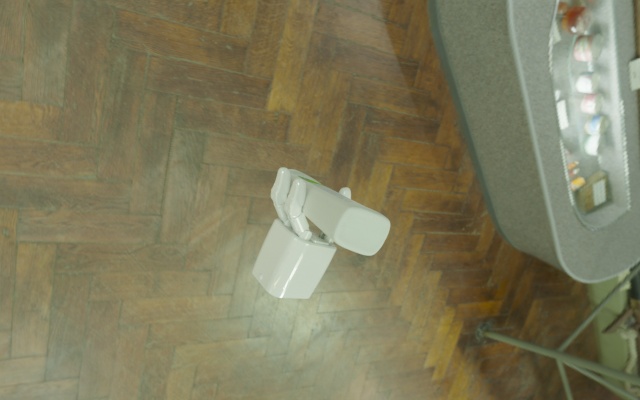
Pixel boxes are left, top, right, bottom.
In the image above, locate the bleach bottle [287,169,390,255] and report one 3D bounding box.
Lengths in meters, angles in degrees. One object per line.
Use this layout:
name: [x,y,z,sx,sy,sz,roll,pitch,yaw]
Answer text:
bleach bottle: [0.000,0.003,0.793,0.102,0.068,0.250,22,7,-36]
